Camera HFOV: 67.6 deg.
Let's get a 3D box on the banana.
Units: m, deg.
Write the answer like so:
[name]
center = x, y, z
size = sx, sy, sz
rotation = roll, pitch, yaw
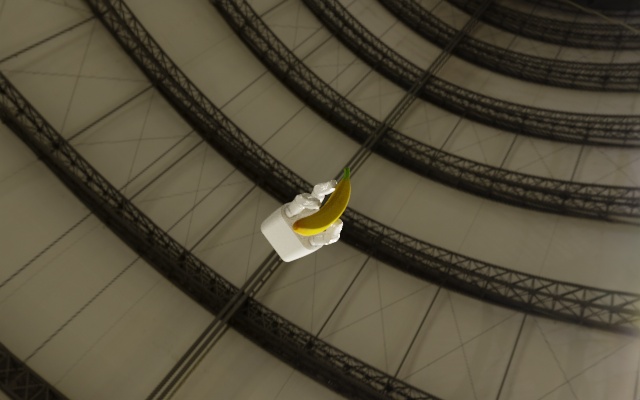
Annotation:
[banana]
center = 0.009, 0.016, 0.900
size = 0.037, 0.070, 0.197
rotation = -4, 32, 38
